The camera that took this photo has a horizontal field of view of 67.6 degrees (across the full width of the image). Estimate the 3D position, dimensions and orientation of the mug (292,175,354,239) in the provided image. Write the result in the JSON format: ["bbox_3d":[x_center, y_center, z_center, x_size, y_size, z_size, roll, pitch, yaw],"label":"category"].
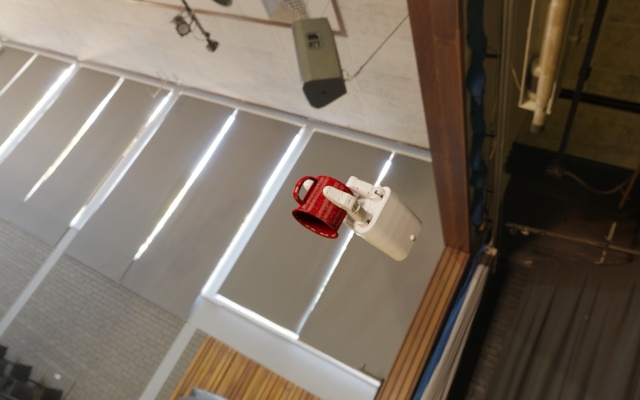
[{"bbox_3d":[-0.001,0.002,0.844,0.117,0.081,0.093,40,-22,-26],"label":"mug"}]
